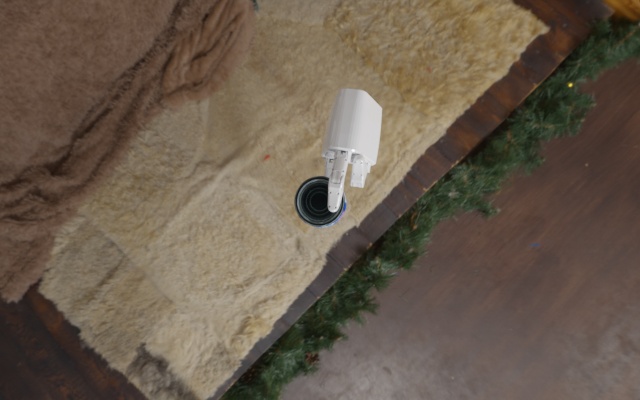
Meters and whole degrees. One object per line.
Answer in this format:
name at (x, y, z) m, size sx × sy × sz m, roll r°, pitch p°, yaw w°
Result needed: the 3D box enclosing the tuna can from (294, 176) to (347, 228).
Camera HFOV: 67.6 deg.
tuna can at (0.000, 0.003, 0.795) m, size 0.086 × 0.086 × 0.034 m, roll 0°, pitch -4°, yaw 7°
